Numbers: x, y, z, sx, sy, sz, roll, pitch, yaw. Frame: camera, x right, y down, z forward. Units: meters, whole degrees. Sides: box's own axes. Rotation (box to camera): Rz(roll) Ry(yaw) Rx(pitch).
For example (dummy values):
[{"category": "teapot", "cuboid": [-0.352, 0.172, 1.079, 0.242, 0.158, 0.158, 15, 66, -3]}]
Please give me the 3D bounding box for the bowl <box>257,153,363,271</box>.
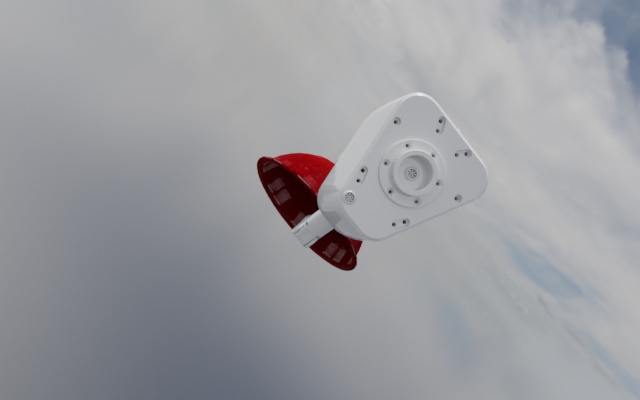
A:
[{"category": "bowl", "cuboid": [0.000, 0.001, 0.543, 0.055, 0.162, 0.162, -40, 16, -19]}]
